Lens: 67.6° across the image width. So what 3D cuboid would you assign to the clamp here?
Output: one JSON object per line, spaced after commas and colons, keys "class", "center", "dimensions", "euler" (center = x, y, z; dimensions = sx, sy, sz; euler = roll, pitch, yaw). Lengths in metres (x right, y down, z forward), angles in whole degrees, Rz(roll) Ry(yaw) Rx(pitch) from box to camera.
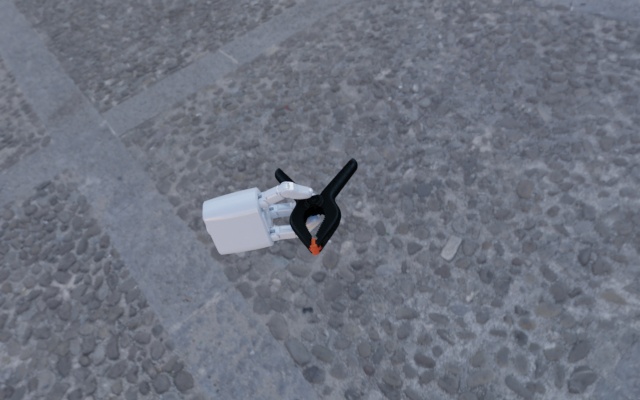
{"class": "clamp", "center": [0.000, 0.003, 0.881], "dimensions": [0.164, 0.209, 0.036], "euler": [-13, -40, 5]}
